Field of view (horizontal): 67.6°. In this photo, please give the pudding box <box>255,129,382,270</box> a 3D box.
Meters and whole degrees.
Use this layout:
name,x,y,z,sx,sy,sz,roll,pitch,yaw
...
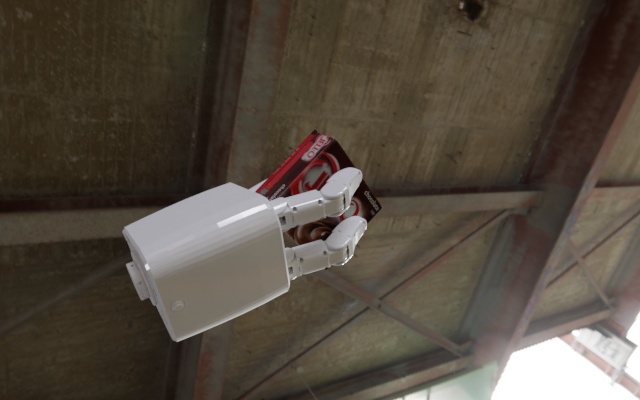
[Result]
name,x,y,z,sx,sy,sz,roll,pitch,yaw
pudding box,0.000,0.001,0.463,0.039,0.090,0.113,36,-11,45
